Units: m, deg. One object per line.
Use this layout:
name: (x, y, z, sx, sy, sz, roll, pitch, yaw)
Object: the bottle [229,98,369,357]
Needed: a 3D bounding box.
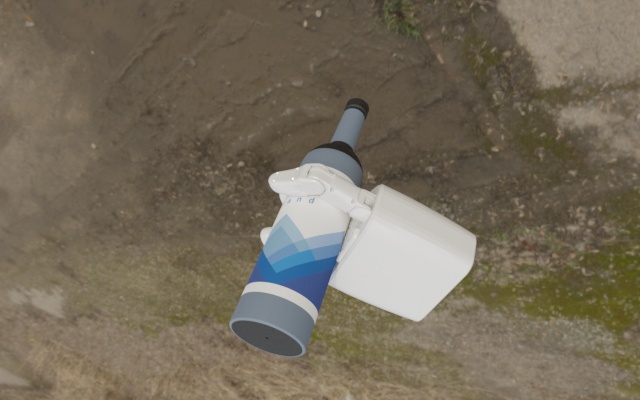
bottle: (0.000, 0.002, 0.474, 0.069, 0.295, 0.069, 14, -36, 10)
